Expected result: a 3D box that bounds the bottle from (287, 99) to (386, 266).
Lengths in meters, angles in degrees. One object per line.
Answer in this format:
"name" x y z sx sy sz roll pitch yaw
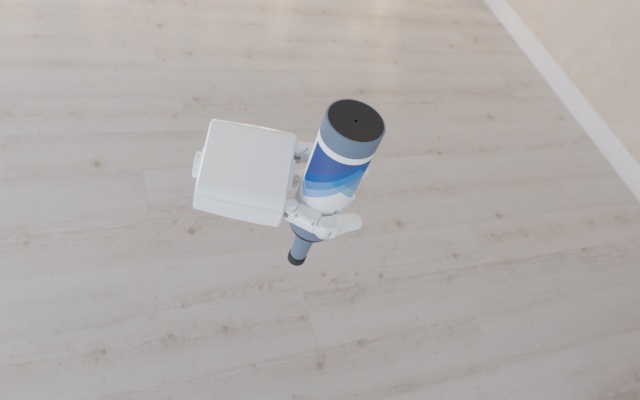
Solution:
"bottle" 0.000 0.002 0.613 0.069 0.069 0.296 0 -36 -18
